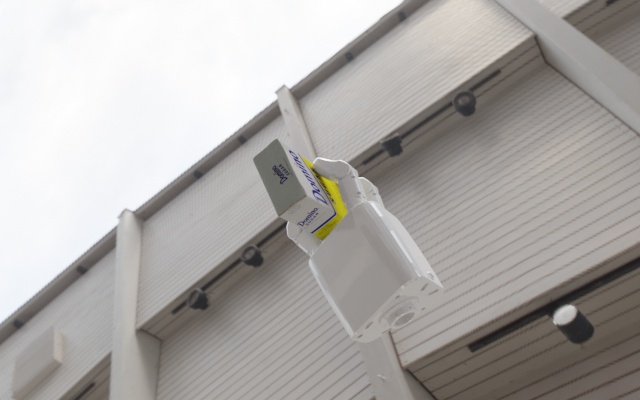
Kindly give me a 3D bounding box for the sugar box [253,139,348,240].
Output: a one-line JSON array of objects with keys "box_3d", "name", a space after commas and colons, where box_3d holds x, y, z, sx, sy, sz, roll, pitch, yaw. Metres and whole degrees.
[{"box_3d": [0.001, 0.002, 0.583, 0.048, 0.093, 0.176, -37, -36, 13], "name": "sugar box"}]
